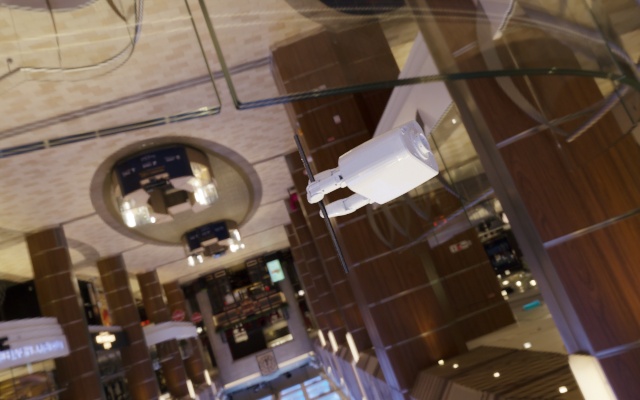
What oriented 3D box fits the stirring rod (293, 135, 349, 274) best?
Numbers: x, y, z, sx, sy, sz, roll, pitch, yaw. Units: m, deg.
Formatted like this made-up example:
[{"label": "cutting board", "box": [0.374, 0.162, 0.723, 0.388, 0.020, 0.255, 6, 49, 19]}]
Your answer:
[{"label": "stirring rod", "box": [0.000, 0.002, 0.767, 0.011, 0.239, 0.011, -20, -12, -4]}]
